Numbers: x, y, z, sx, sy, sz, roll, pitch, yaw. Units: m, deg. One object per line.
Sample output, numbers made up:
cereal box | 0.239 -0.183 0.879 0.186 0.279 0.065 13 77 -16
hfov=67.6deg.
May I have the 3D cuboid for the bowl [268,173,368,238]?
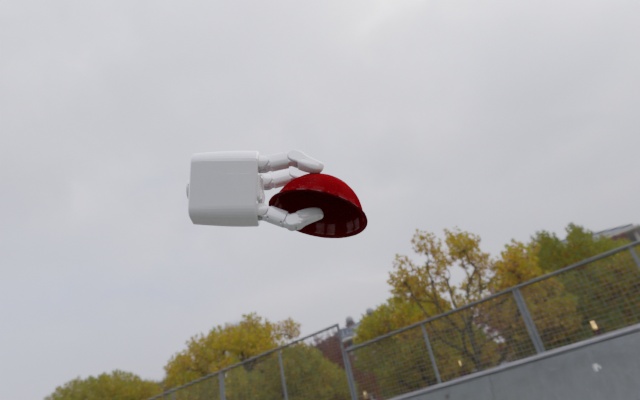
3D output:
bowl | 0.001 0.003 0.774 0.162 0.055 0.162 10 -28 5
